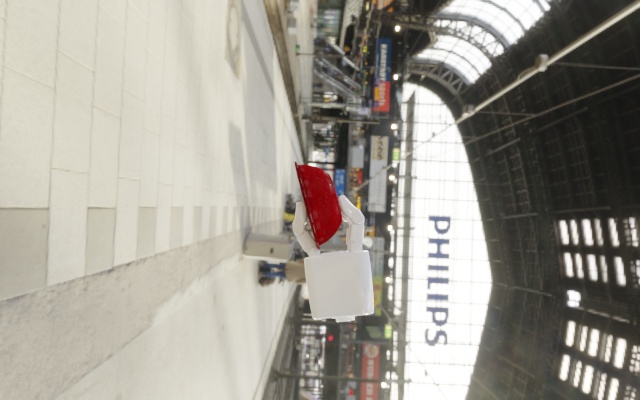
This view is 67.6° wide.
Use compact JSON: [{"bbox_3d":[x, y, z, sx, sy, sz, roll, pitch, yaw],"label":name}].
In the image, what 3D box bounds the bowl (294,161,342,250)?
[{"bbox_3d":[0.000,0.001,0.844,0.055,0.162,0.162,-16,1,-3],"label":"bowl"}]
